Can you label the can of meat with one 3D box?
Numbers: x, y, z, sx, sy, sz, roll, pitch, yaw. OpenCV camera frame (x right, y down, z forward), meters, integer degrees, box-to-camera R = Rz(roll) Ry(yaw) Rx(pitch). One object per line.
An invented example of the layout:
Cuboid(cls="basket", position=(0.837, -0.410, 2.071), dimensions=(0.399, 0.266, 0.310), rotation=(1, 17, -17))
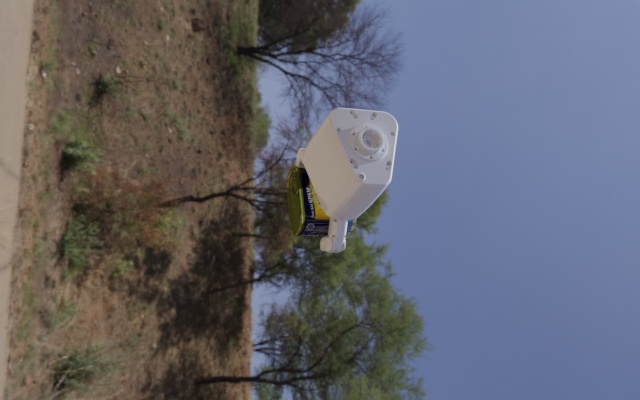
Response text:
Cuboid(cls="can of meat", position=(0.000, 0.002, 0.693), dimensions=(0.084, 0.102, 0.057), rotation=(2, -26, -18))
